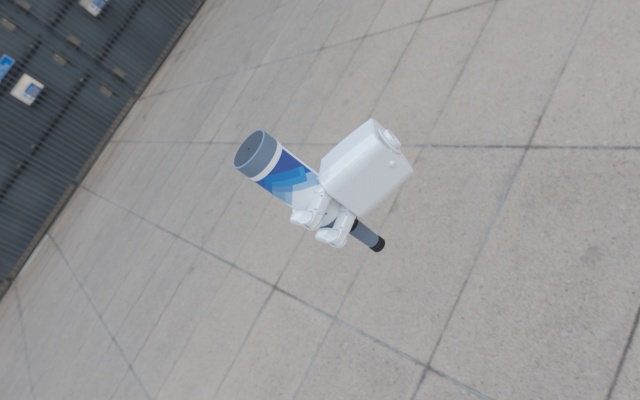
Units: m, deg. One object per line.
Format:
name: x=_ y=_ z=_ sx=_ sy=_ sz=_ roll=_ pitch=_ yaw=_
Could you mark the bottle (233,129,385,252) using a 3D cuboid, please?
bottle: x=0.000 y=0.002 z=0.743 sx=0.296 sy=0.069 sz=0.069 roll=37 pitch=-21 yaw=-31
